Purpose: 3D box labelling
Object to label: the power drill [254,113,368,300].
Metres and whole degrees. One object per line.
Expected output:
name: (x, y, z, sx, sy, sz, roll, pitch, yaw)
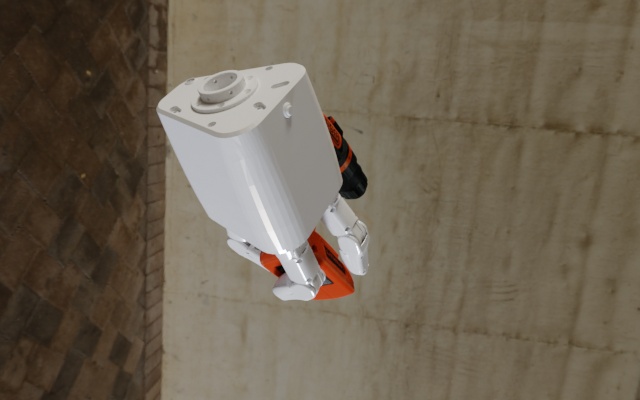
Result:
power drill: (0.000, 0.002, 0.493, 0.057, 0.187, 0.184, -17, -37, 25)
